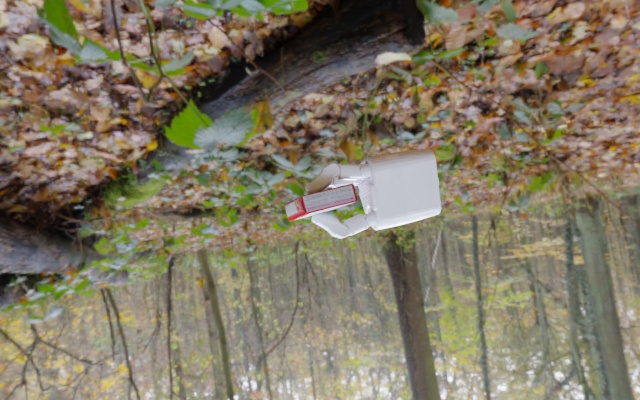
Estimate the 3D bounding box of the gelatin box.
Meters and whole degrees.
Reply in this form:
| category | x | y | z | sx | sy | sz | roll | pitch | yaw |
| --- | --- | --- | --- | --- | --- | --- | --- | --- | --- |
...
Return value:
| category | x | y | z | sx | sy | sz | roll | pitch | yaw |
| --- | --- | --- | --- | --- | --- | --- | --- | --- | --- |
| gelatin box | 0.000 | 0.003 | 0.710 | 0.089 | 0.030 | 0.073 | -15 | -4 | -24 |
